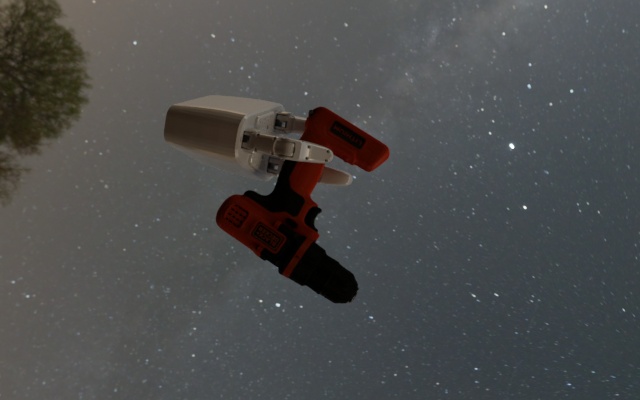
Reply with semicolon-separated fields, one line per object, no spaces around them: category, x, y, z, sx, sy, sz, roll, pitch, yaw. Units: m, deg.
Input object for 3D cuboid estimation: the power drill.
power drill;0.000;0.001;0.553;0.184;0.187;0.057;34;-9;2
